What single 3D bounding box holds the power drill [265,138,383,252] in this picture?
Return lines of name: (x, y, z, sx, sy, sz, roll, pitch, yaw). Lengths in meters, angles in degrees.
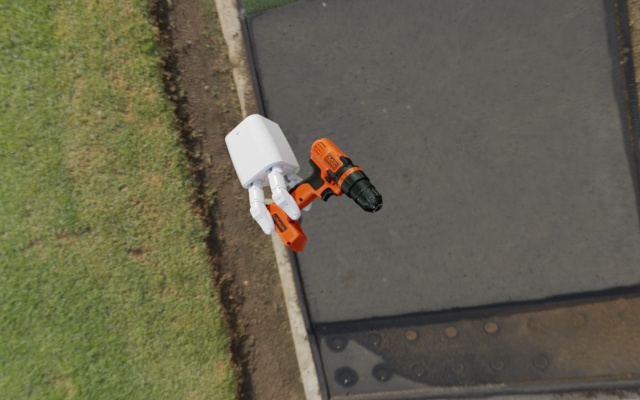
power drill: (0.000, 0.003, 0.859, 0.184, 0.187, 0.057, 50, 8, 33)
